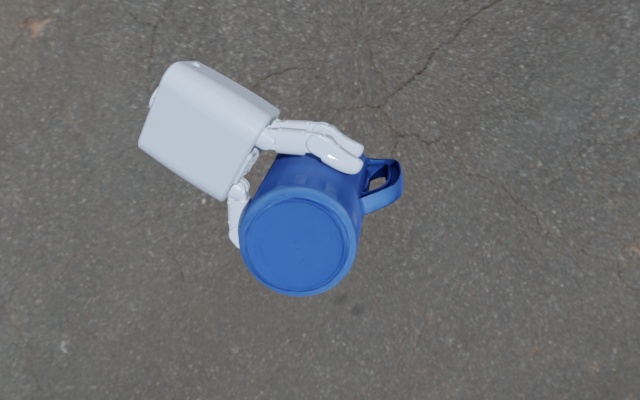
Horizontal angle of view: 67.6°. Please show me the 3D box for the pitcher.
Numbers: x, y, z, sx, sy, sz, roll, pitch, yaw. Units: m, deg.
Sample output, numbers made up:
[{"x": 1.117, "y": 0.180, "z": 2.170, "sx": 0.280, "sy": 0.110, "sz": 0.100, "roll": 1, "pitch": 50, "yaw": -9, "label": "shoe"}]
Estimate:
[{"x": 0.000, "y": 0.002, "z": 0.530, "sx": 0.145, "sy": 0.149, "sz": 0.242, "roll": 33, "pitch": 17, "yaw": -6, "label": "pitcher"}]
